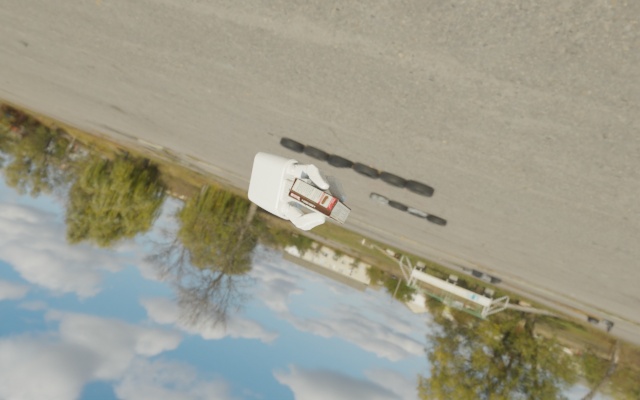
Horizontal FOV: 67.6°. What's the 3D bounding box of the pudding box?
[{"bbox_3d":[0.000,0.003,0.864,0.090,0.039,0.113,27,0,17],"label":"pudding box"}]
